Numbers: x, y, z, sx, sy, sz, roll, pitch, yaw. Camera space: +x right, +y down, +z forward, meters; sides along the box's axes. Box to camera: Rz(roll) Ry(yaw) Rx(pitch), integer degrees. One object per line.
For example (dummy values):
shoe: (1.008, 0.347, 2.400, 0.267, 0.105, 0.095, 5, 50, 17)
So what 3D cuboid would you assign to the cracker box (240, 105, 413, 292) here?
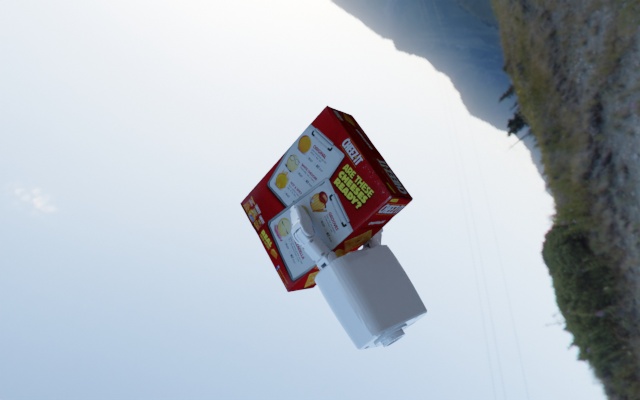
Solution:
cracker box: (0.000, 0.002, 0.678, 0.214, 0.164, 0.072, -45, -27, 26)
